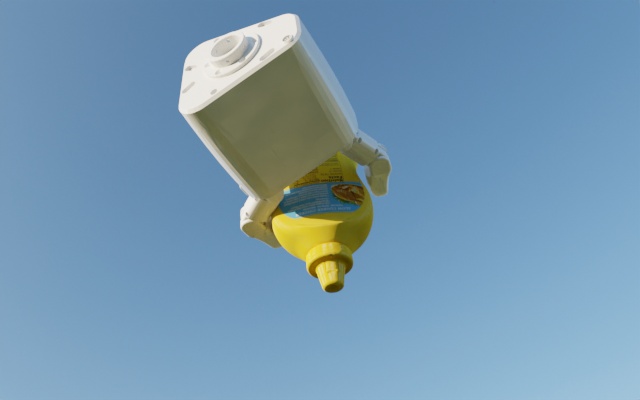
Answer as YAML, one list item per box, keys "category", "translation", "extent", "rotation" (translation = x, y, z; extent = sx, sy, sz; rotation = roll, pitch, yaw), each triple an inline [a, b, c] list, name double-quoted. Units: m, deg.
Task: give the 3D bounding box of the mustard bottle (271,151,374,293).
- category: "mustard bottle"
  translation: [0.000, 0.002, 0.460]
  extent: [0.096, 0.191, 0.058]
  rotation: [-6, -42, -3]
